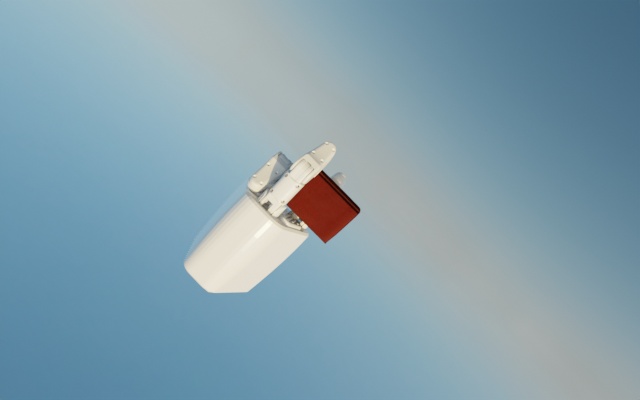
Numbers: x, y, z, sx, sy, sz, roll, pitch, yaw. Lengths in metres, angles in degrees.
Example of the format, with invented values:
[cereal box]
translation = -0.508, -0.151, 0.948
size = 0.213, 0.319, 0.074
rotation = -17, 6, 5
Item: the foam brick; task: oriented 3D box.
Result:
[foam brick]
translation = 0.000, 0.002, 0.532
size = 0.051, 0.078, 0.053
rotation = -45, -3, 7
